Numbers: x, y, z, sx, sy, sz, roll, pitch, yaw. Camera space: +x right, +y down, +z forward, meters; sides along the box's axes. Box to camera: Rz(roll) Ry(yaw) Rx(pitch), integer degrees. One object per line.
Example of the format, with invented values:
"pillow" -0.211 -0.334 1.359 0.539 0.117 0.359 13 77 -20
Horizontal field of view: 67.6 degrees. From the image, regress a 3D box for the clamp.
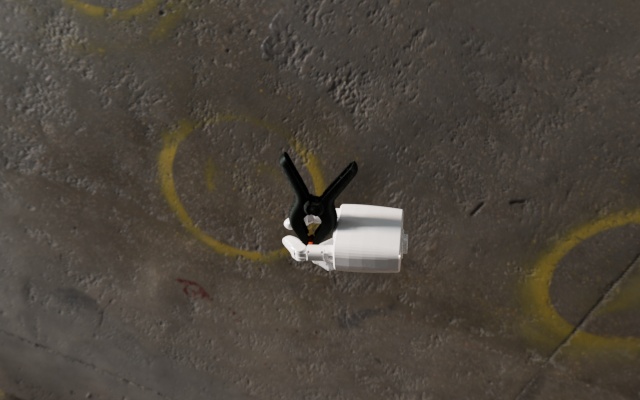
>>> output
"clamp" 0.000 0.003 0.760 0.120 0.172 0.039 3 30 11
